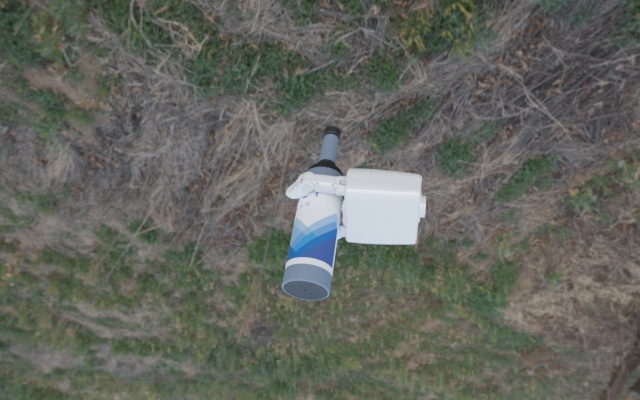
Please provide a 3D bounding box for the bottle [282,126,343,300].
[{"bbox_3d":[0.000,0.003,0.733,0.069,0.295,0.069,7,-34,4],"label":"bottle"}]
